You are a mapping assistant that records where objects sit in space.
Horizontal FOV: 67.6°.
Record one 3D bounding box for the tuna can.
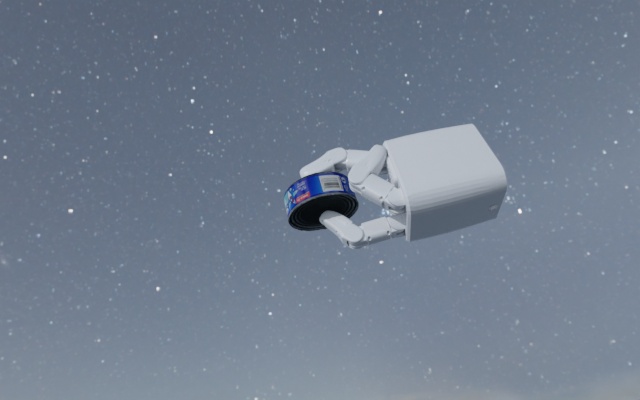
[{"bbox_3d":[0.000,0.001,0.571,0.086,0.033,0.086,-12,-28,-7],"label":"tuna can"}]
